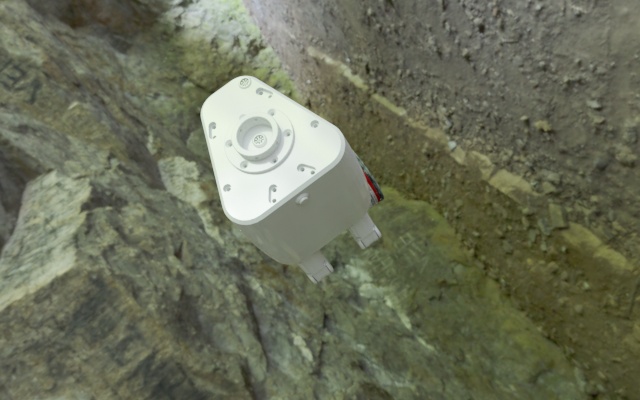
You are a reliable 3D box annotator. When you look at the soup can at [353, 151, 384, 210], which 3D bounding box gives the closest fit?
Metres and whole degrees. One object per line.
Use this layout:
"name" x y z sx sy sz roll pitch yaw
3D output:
"soup can" 0.000 0.002 0.456 0.102 0.068 0.068 -36 1 -1
